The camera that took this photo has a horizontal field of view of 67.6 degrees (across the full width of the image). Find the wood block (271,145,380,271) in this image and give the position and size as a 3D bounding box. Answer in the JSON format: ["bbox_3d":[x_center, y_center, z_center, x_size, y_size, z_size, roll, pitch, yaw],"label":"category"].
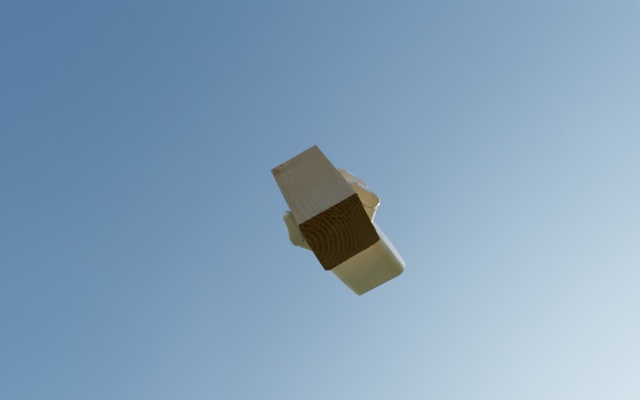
[{"bbox_3d":[0.000,0.003,0.728,0.091,0.090,0.206,-30,29,-2],"label":"wood block"}]
